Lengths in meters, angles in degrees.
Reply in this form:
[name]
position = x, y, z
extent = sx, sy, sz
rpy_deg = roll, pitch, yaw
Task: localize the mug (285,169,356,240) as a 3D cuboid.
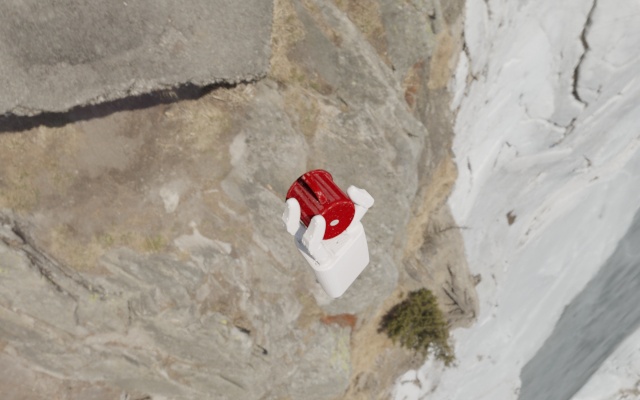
[mug]
position = 0.000, 0.002, 0.762
extent = 0.093, 0.117, 0.081
rpy_deg = -34, 51, -11
